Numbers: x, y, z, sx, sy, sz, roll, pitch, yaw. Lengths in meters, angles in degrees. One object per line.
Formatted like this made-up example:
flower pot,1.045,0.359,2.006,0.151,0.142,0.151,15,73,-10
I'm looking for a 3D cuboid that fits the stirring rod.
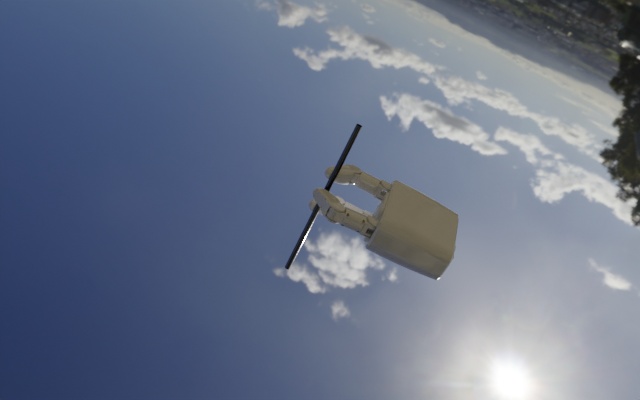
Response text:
stirring rod,0.000,0.002,0.655,0.011,0.240,0.011,22,26,-11
